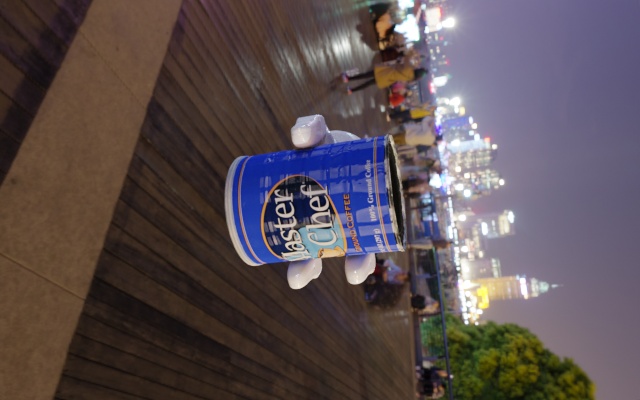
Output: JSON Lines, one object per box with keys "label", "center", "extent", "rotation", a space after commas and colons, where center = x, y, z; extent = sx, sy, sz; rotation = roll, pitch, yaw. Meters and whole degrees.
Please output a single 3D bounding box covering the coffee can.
{"label": "coffee can", "center": [0.000, 0.001, 0.429], "extent": [0.140, 0.103, 0.103], "rotation": [-7, -2, 15]}
